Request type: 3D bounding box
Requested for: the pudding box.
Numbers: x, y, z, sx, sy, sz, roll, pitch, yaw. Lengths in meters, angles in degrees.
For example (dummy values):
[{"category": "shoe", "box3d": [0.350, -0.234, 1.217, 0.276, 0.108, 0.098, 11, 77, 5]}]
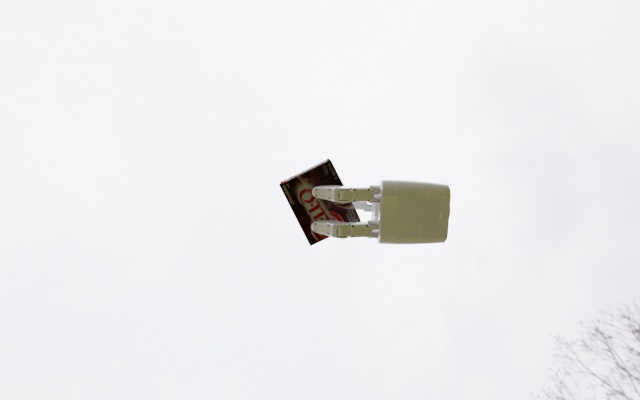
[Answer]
[{"category": "pudding box", "box3d": [0.000, 0.002, 0.753, 0.090, 0.113, 0.039, -26, 8, 5]}]
